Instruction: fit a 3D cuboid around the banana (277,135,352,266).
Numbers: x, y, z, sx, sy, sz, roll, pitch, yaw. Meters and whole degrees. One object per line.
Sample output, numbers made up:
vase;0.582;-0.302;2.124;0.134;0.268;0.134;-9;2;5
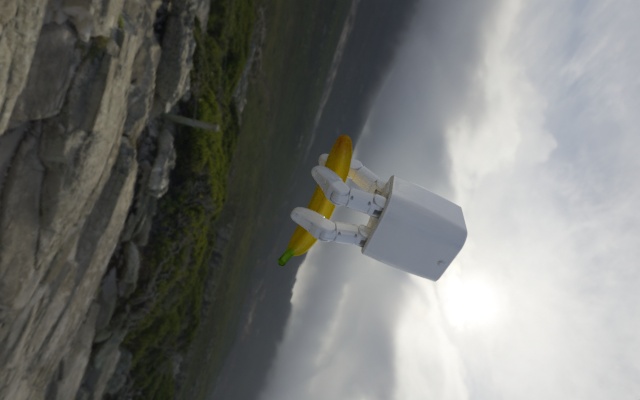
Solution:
banana;0.003;0.001;0.647;0.037;0.198;0.069;27;16;6
